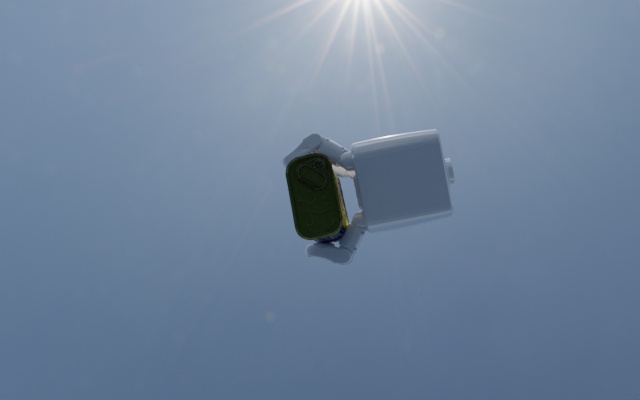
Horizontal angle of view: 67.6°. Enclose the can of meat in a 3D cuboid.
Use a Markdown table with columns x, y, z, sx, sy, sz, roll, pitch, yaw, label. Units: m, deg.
| x | y | z | sx | sy | sz | roll | pitch | yaw | label |
| --- | --- | --- | --- | --- | --- | --- | --- | --- | --- |
| 0.000 | 0.002 | 0.597 | 0.057 | 0.102 | 0.084 | -13 | -13 | 9 | can of meat |
